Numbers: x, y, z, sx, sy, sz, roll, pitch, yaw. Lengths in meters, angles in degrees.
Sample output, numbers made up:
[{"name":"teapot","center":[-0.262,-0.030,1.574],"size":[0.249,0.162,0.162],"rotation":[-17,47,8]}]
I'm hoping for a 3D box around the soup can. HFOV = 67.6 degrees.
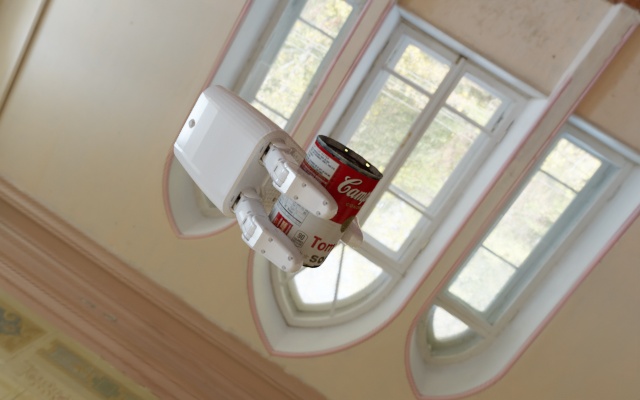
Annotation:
[{"name":"soup can","center":[0.000,0.002,0.431],"size":[0.068,0.102,0.068],"rotation":[31,15,-9]}]
